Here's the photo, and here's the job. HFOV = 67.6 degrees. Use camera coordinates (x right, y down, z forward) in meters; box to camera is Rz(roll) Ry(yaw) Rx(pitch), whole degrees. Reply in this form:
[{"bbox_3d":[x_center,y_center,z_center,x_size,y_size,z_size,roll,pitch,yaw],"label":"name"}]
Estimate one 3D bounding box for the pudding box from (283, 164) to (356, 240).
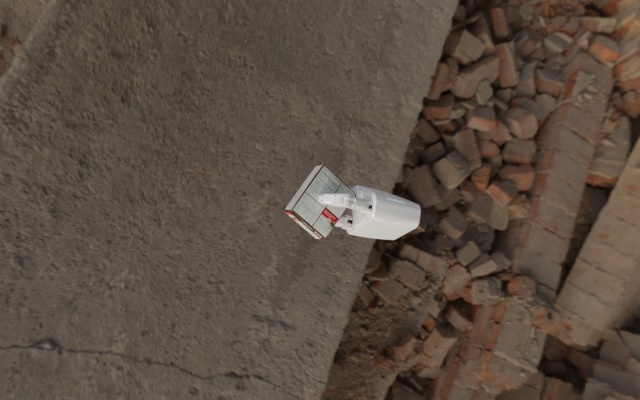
[{"bbox_3d":[0.000,0.003,0.885,0.090,0.113,0.039,41,-21,-18],"label":"pudding box"}]
